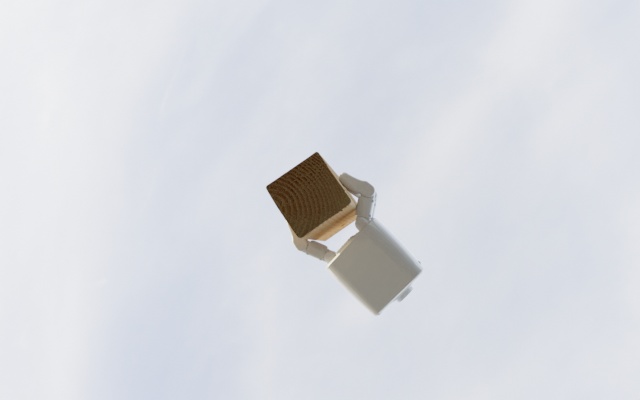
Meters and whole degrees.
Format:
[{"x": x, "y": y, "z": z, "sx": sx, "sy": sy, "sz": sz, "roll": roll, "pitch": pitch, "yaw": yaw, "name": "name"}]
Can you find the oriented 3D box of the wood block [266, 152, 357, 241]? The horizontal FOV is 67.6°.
[{"x": 0.000, "y": 0.003, "z": 0.748, "sx": 0.091, "sy": 0.090, "sz": 0.206, "roll": -35, "pitch": -11, "yaw": 4, "name": "wood block"}]
